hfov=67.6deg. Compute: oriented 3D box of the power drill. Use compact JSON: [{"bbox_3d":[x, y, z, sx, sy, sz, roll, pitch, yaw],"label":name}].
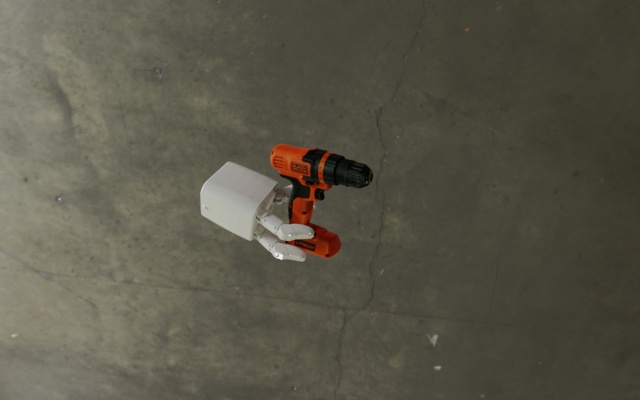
[{"bbox_3d":[0.000,0.003,0.820,0.184,0.188,0.057,17,31,27],"label":"power drill"}]
